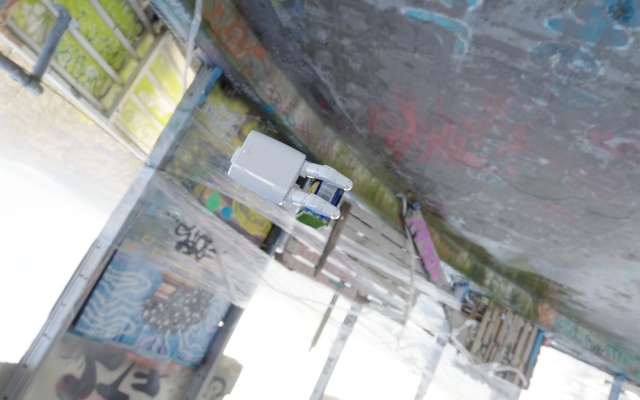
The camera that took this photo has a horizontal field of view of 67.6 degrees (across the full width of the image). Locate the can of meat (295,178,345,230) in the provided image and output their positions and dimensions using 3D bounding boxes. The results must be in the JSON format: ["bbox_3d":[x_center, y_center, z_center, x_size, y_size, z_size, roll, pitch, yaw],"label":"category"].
[{"bbox_3d":[0.000,0.003,0.862,0.057,0.084,0.102,29,-15,-8],"label":"can of meat"}]
